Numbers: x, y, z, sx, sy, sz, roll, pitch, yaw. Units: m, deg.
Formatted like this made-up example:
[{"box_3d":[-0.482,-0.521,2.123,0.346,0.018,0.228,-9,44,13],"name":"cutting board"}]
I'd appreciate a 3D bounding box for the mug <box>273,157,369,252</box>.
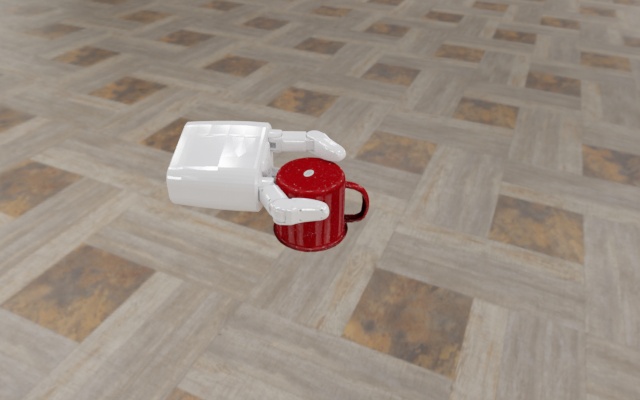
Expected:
[{"box_3d":[0.002,0.002,0.572,0.117,0.082,0.093,2,35,2],"name":"mug"}]
